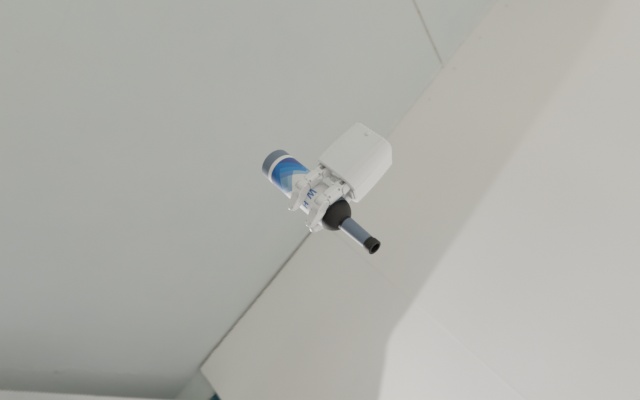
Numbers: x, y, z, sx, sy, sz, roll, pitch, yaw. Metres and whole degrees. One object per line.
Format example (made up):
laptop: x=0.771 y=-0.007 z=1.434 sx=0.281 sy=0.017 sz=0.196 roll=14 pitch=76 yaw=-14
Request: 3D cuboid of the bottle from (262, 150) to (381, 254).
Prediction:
bottle: x=0.000 y=0.003 z=0.892 sx=0.069 sy=0.069 sz=0.295 roll=0 pitch=32 yaw=-48
